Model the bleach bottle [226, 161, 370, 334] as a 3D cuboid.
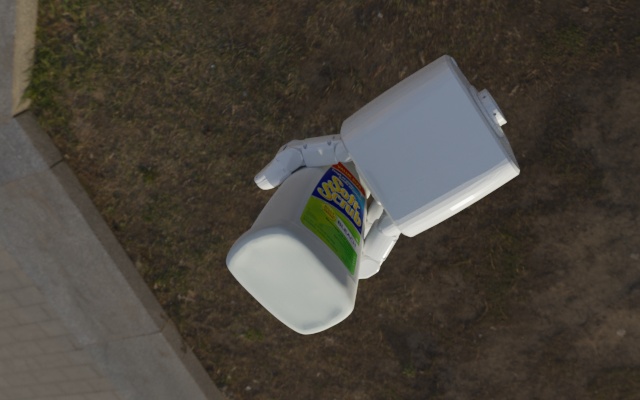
[{"bbox_3d":[0.000,0.002,0.453,0.068,0.102,0.250,-33,19,26],"label":"bleach bottle"}]
